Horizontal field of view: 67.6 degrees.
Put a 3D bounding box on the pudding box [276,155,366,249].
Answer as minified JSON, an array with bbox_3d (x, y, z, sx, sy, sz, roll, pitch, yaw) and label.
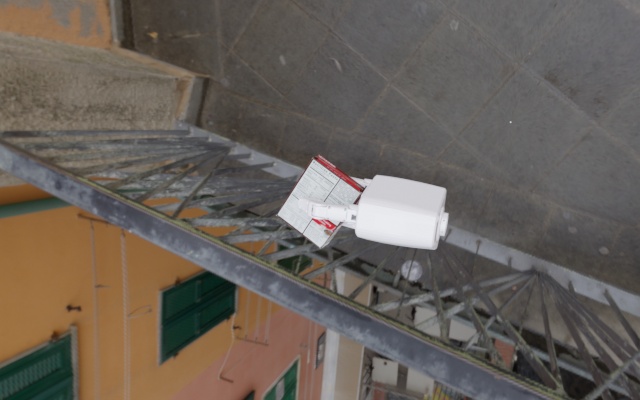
[{"bbox_3d":[0.000,0.002,0.714,0.090,0.113,0.039,37,18,8],"label":"pudding box"}]
